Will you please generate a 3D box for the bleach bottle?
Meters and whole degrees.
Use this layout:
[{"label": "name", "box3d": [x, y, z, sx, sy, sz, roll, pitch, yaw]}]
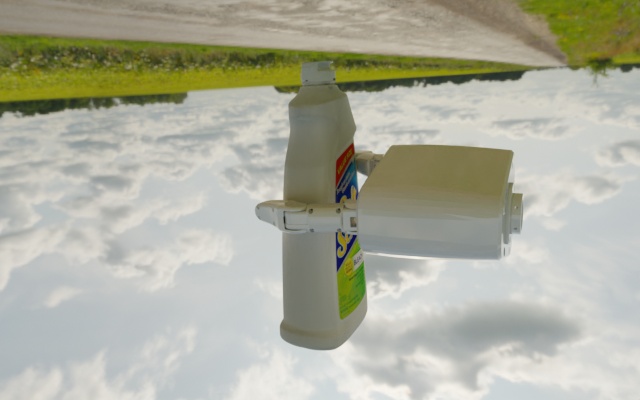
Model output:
[{"label": "bleach bottle", "box3d": [0.000, 0.001, 0.444, 0.068, 0.251, 0.102, 4, 15, 27]}]
